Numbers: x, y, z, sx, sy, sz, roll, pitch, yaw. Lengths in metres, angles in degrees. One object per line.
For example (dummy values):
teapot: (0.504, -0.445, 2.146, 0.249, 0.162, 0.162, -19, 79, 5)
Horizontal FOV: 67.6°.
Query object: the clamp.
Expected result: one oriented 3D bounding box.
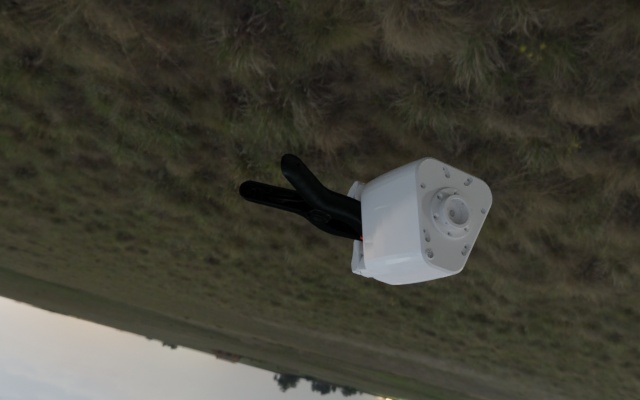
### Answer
clamp: (0.000, 0.002, 0.545, 0.171, 0.039, 0.120, 21, -19, -17)
